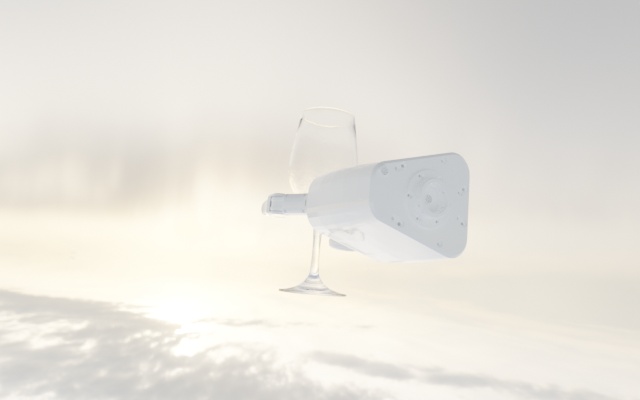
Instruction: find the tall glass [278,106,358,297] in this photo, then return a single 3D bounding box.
[{"bbox_3d":[0.000,0.002,0.527,0.079,0.201,0.079,5,-9,1],"label":"tall glass"}]
